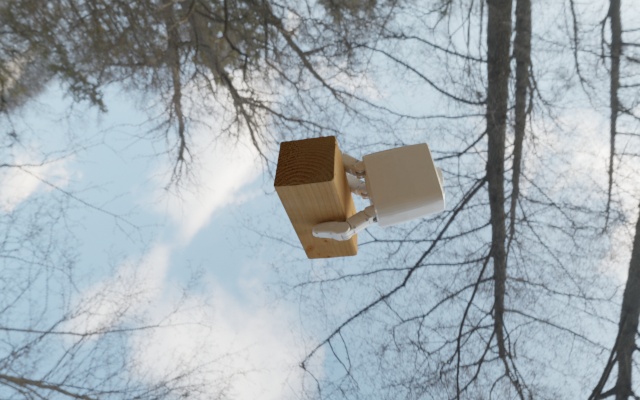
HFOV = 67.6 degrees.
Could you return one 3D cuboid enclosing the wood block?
[{"bbox_3d":[0.001,0.003,0.772,0.090,0.090,0.206,-5,-38,12],"label":"wood block"}]
